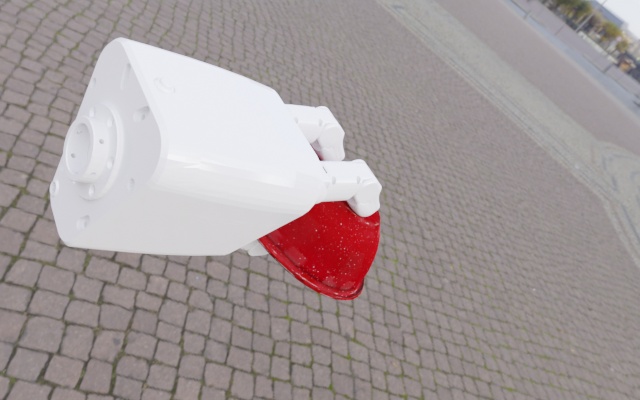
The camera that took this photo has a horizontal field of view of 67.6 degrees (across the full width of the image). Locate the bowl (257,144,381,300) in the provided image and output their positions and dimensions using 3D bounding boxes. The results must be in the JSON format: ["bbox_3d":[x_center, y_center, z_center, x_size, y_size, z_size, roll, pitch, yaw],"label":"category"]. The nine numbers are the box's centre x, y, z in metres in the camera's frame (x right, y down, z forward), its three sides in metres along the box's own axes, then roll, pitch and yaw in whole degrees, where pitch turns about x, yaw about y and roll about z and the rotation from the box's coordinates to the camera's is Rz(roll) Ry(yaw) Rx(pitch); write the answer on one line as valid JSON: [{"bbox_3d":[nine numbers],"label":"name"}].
[{"bbox_3d":[0.001,0.001,0.403,0.055,0.162,0.162,-41,-16,19],"label":"bowl"}]
